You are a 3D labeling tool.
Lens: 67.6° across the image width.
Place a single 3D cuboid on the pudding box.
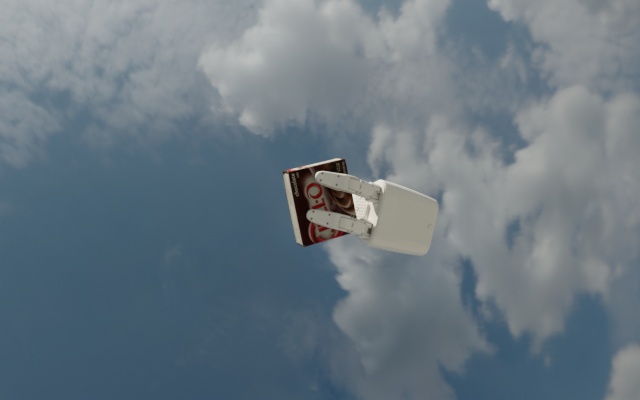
[{"bbox_3d":[0.000,0.002,0.695,0.090,0.113,0.039,-15,7,-21],"label":"pudding box"}]
